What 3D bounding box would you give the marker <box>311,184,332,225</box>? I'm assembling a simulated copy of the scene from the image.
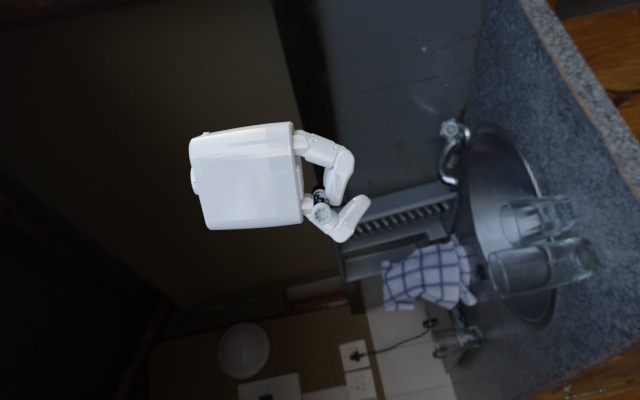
[{"bbox_3d":[0.000,0.002,0.506,0.020,0.020,0.121,0,12,-1],"label":"marker"}]
